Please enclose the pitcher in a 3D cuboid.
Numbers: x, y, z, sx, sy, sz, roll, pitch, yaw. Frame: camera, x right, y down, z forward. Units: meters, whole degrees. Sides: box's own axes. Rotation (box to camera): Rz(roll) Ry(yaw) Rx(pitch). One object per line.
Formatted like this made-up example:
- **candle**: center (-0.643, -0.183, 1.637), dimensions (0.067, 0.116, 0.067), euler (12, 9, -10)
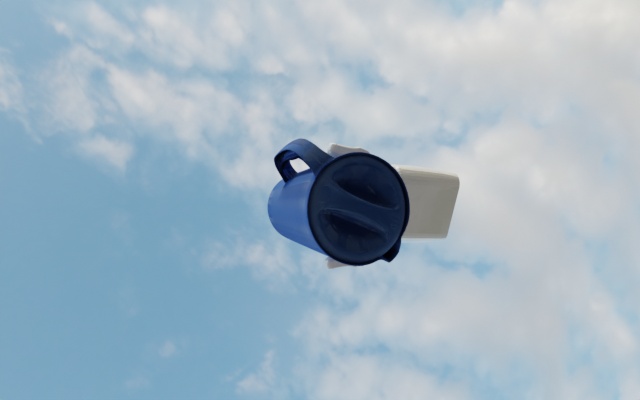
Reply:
- **pitcher**: center (0.000, 0.002, 0.660), dimensions (0.145, 0.149, 0.243), euler (2, -1, -21)
